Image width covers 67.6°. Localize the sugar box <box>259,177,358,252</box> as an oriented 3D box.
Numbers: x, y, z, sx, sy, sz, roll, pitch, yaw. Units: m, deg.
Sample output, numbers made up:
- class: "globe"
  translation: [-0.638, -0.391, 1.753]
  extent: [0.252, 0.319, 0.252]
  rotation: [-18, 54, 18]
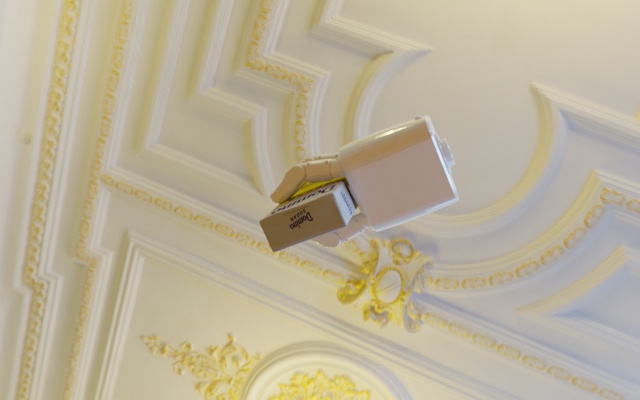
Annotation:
- class: "sugar box"
  translation: [0.000, 0.001, 0.587]
  extent: [0.093, 0.048, 0.176]
  rotation: [-21, 7, 18]
